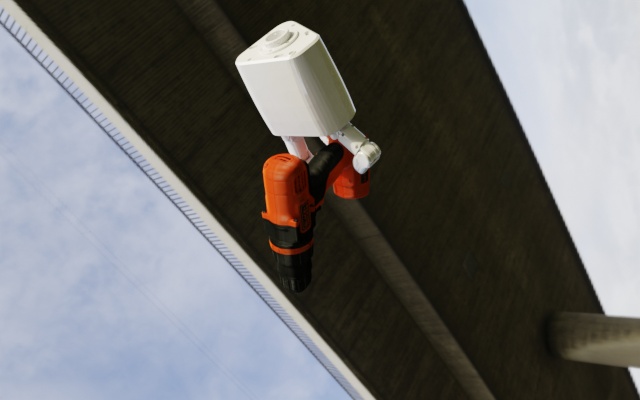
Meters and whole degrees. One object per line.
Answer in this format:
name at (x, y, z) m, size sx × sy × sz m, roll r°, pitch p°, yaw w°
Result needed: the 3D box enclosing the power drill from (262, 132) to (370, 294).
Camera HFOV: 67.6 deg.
power drill at (0.000, 0.002, 0.606) m, size 0.057 × 0.185 × 0.187 m, roll 15°, pitch 36°, yaw 25°
